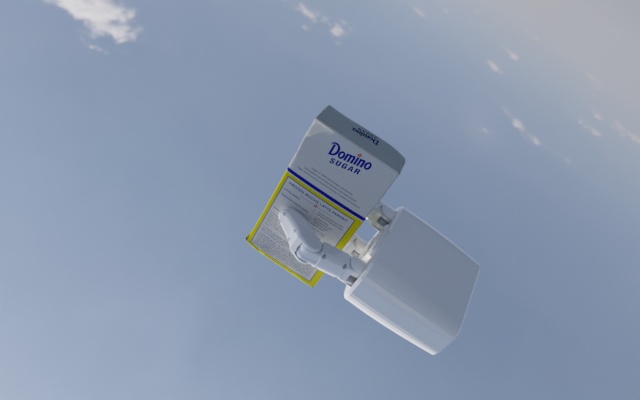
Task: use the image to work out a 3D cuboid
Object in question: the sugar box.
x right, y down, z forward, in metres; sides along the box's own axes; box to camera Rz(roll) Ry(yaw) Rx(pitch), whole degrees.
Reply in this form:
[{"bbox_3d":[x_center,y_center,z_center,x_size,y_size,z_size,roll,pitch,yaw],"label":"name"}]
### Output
[{"bbox_3d":[0.000,0.001,0.487,0.093,0.176,0.048,34,33,0],"label":"sugar box"}]
